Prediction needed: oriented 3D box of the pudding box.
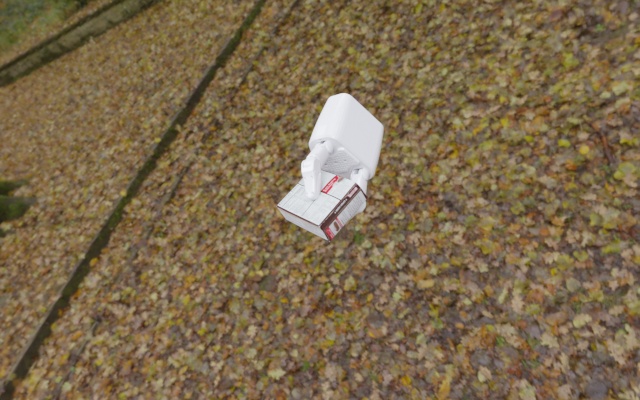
[{"bbox_3d":[0.000,0.002,0.711,0.113,0.090,0.039,22,-24,50],"label":"pudding box"}]
